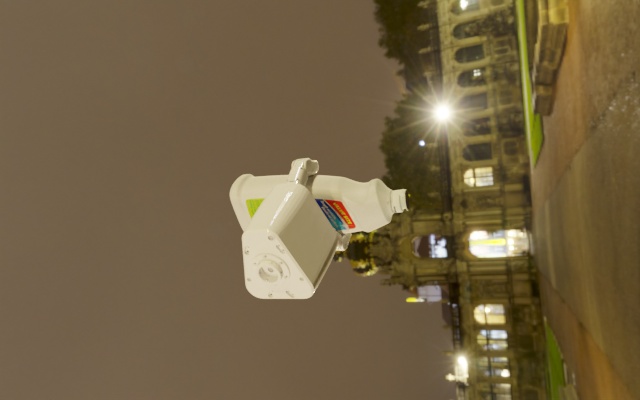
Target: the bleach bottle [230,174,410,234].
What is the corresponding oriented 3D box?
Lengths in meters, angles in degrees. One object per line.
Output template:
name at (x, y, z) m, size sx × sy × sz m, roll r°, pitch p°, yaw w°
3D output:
bleach bottle at (0.000, 0.002, 0.691) m, size 0.251 × 0.103 × 0.068 m, roll -5°, pitch 30°, yaw 22°
